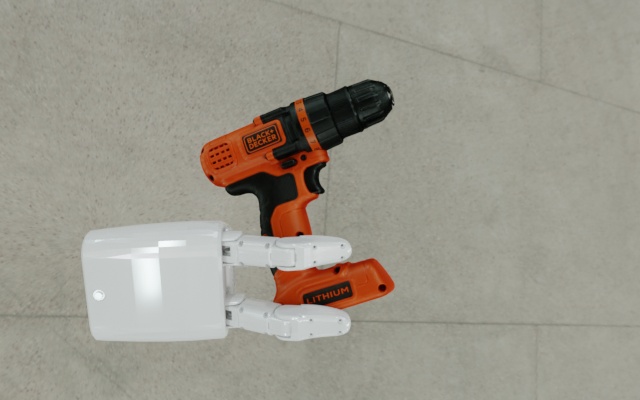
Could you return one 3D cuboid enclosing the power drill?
[{"bbox_3d":[0.000,0.002,0.425,0.184,0.187,0.057,-21,-8,11],"label":"power drill"}]
